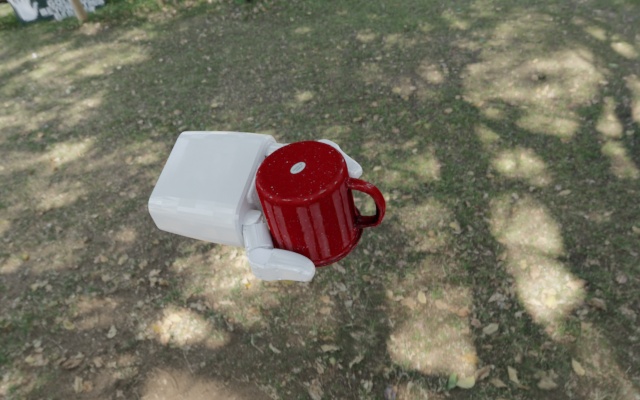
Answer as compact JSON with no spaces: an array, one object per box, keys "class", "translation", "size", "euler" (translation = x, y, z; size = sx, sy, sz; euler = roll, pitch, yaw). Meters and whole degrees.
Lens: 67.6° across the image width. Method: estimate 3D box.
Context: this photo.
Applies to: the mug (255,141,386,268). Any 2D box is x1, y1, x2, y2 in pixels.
[{"class":"mug","translation":[0.001,0.001,0.430],"size":[0.117,0.093,0.082],"euler":[5,-42,18]}]
